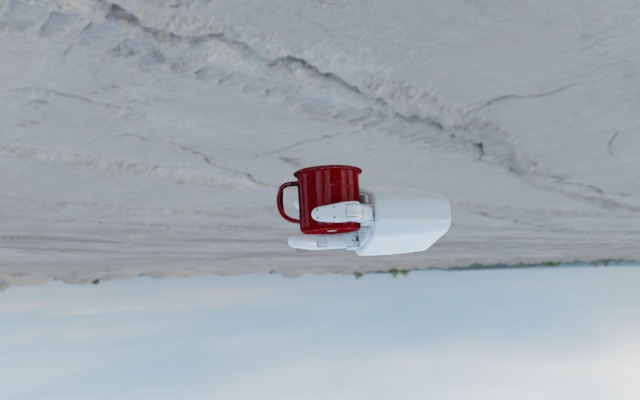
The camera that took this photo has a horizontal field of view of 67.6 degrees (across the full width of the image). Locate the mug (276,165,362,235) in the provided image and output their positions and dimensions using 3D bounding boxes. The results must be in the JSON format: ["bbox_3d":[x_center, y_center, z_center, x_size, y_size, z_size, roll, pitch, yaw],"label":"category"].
[{"bbox_3d":[-0.001,0.002,0.635,0.117,0.081,0.093,-1,-9,-14],"label":"mug"}]
